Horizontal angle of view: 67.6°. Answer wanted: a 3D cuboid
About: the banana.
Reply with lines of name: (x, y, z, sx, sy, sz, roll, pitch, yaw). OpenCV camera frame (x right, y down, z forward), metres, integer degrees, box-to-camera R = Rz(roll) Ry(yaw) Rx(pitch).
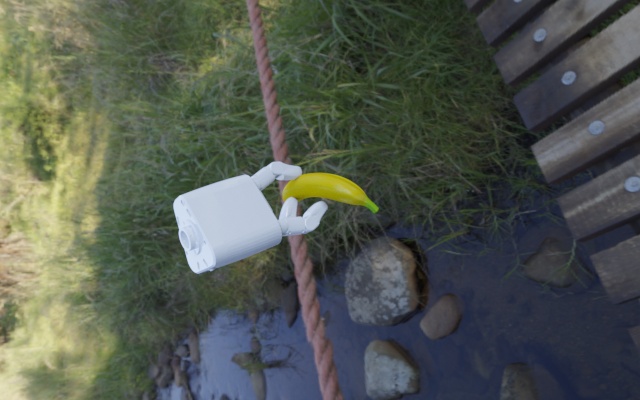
banana: (-0.004, -0.013, 0.737, 0.198, 0.070, 0.037, 8, 40, 45)
